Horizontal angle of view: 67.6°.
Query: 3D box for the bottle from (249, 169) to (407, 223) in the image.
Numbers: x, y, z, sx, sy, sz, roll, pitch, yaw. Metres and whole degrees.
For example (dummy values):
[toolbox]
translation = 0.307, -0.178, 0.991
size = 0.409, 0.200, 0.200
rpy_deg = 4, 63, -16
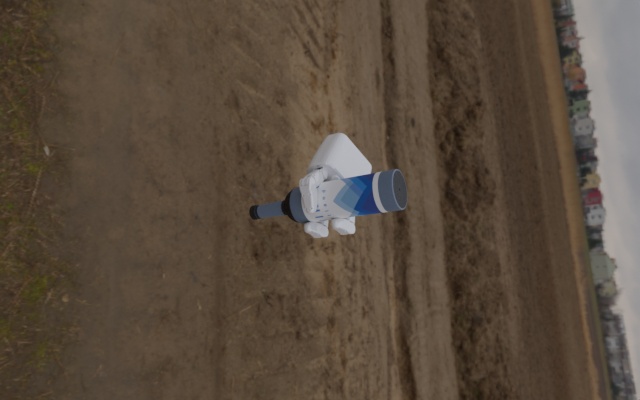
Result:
[bottle]
translation = 0.000, 0.003, 0.834
size = 0.296, 0.069, 0.069
rpy_deg = -9, -5, 29
